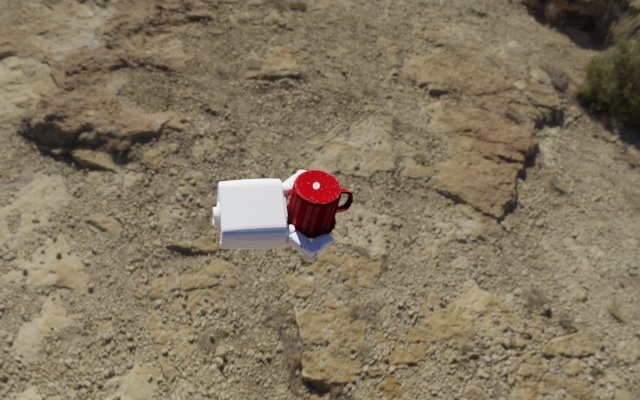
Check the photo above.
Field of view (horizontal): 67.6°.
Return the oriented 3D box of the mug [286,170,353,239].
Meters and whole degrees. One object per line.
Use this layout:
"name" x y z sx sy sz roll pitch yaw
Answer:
"mug" 0.002 0.002 0.808 0.117 0.093 0.082 -3 -41 -17
